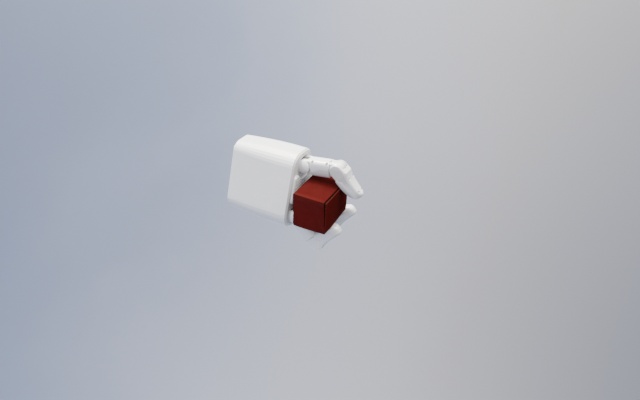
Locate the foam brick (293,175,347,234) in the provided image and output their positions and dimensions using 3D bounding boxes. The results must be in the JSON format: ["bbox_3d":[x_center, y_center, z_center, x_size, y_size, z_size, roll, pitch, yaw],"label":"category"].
[{"bbox_3d":[0.000,0.002,0.678,0.051,0.053,0.078,16,34,20],"label":"foam brick"}]
